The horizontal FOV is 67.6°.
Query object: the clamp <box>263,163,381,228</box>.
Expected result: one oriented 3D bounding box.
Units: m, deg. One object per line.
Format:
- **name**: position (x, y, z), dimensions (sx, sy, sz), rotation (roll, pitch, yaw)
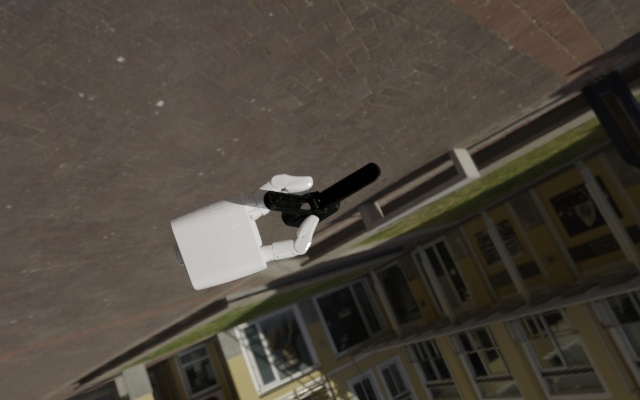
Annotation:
- **clamp**: position (0.000, 0.003, 0.716), dimensions (0.164, 0.036, 0.210), rotation (-17, -14, -7)
